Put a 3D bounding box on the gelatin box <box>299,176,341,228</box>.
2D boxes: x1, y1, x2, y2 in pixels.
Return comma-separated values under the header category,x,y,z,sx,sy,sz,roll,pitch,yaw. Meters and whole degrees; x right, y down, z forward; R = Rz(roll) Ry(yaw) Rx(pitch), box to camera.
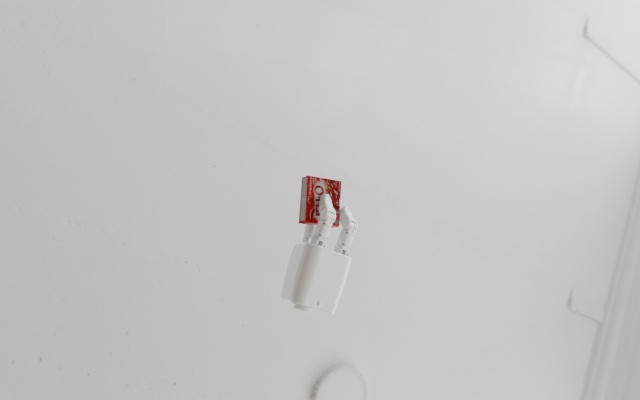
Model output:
category,x,y,z,sx,sy,sz,roll,pitch,yaw
gelatin box,0.000,0.003,0.894,0.073,0.089,0.030,8,-10,-28
